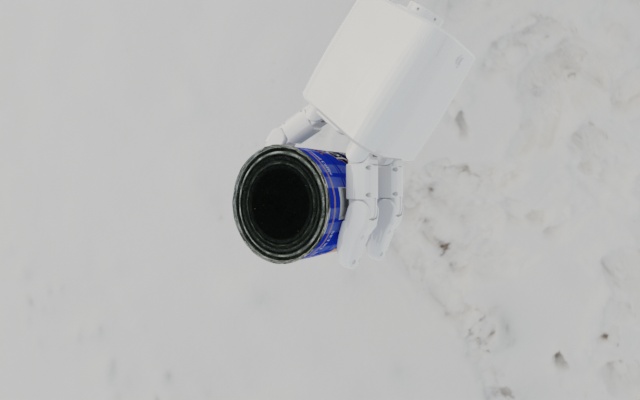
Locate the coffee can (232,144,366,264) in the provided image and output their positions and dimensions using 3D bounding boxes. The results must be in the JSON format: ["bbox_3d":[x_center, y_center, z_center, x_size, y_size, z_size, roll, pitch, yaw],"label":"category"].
[{"bbox_3d":[0.000,0.002,0.464,0.103,0.103,0.140,0,2,32],"label":"coffee can"}]
